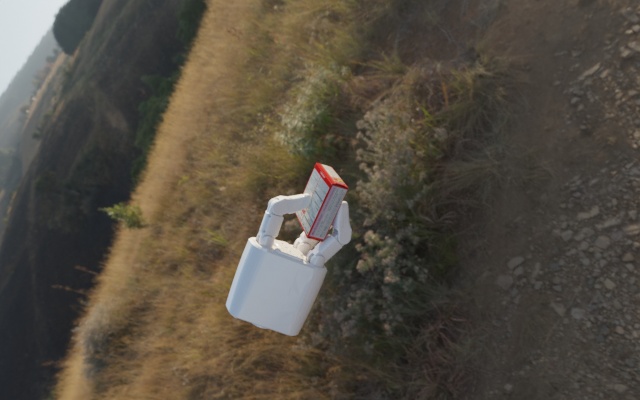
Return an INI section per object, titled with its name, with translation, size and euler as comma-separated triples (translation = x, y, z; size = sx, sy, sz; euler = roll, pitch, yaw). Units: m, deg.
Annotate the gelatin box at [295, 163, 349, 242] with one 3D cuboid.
[gelatin box]
translation = 0.000, 0.002, 0.675
size = 0.030, 0.089, 0.073
euler = 15, 21, -25
